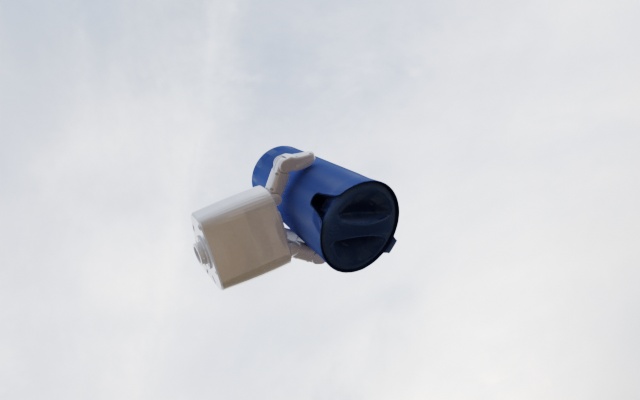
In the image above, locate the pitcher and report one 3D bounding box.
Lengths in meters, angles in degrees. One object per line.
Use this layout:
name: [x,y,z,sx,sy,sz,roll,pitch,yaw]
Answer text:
pitcher: [0.000,0.002,0.727,0.145,0.149,0.242,-22,31,-25]
